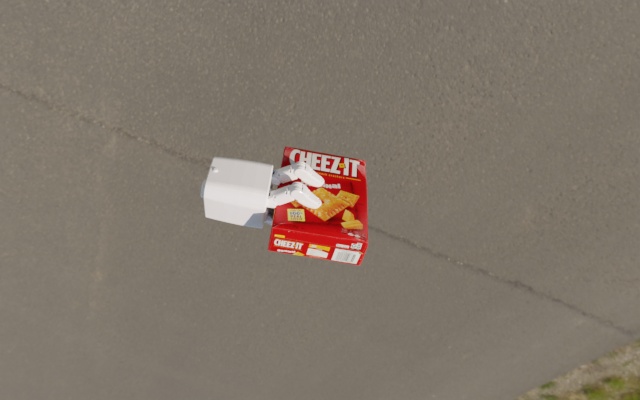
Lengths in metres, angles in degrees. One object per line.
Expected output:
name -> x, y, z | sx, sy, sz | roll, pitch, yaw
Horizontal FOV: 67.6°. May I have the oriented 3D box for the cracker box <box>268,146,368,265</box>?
cracker box -> 0.000, 0.003, 0.864 | 0.164, 0.213, 0.072 | 10, -45, -6
